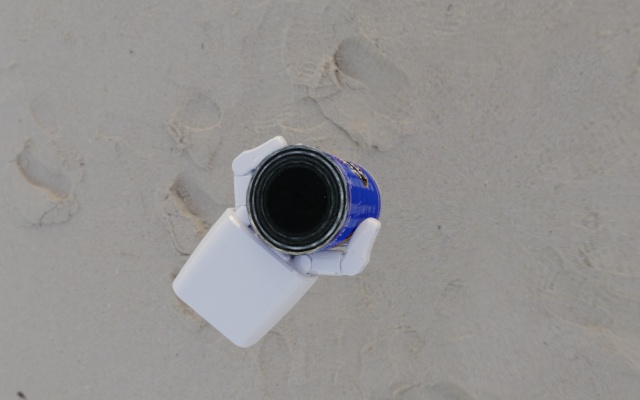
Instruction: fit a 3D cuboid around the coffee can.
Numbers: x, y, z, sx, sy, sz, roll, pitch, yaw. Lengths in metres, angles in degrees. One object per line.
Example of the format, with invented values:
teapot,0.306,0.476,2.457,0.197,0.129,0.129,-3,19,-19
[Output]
coffee can,0.000,0.002,0.502,0.103,0.103,0.140,0,-2,20
